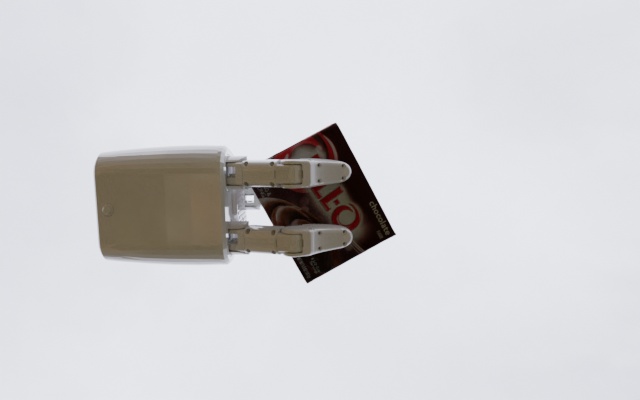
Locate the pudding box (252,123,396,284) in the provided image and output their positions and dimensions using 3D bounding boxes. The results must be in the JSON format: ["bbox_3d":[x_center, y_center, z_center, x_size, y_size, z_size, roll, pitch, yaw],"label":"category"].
[{"bbox_3d":[0.000,0.001,0.423,0.090,0.113,0.039,-29,8,1],"label":"pudding box"}]
